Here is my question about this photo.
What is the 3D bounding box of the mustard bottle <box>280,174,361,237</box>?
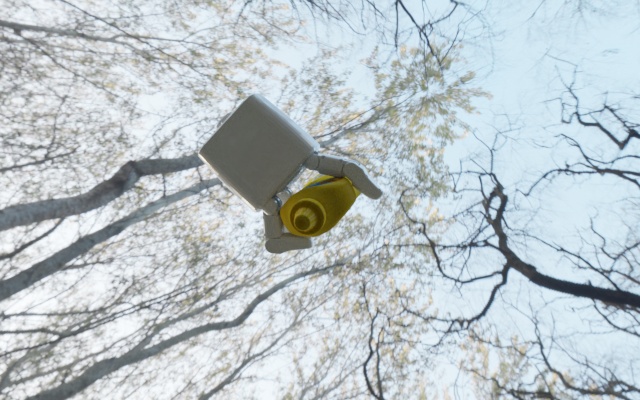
[{"bbox_3d":[0.000,0.002,0.601,0.096,0.058,0.191,-22,7,16],"label":"mustard bottle"}]
